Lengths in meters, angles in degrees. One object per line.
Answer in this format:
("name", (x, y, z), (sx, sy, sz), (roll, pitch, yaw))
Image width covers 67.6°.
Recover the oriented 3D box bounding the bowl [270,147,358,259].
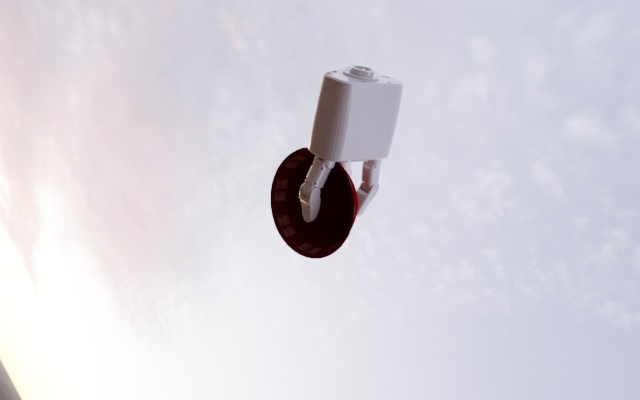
("bowl", (0.000, 0.003, 0.707), (0.162, 0.162, 0.055), (0, 4, 40))
